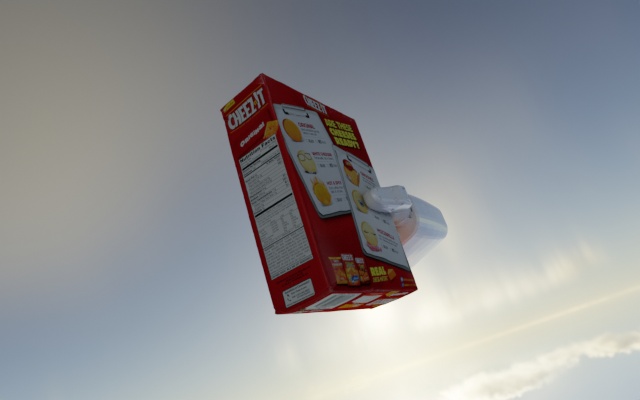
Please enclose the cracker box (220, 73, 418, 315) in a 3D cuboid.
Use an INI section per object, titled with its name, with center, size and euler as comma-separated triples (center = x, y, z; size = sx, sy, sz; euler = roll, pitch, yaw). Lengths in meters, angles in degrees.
[cracker box]
center = 0.000, 0.002, 0.477
size = 0.072, 0.213, 0.164
euler = -31, -24, 28
